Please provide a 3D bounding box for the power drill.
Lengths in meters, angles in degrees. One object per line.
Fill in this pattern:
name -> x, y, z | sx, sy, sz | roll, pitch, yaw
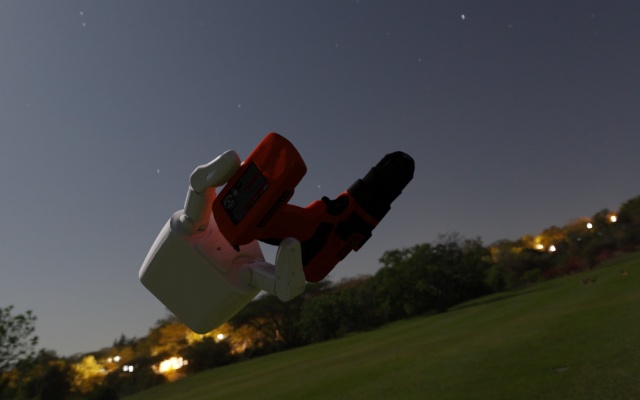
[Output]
power drill -> 0.000, 0.002, 0.484 | 0.188, 0.184, 0.057 | 26, 18, -51
